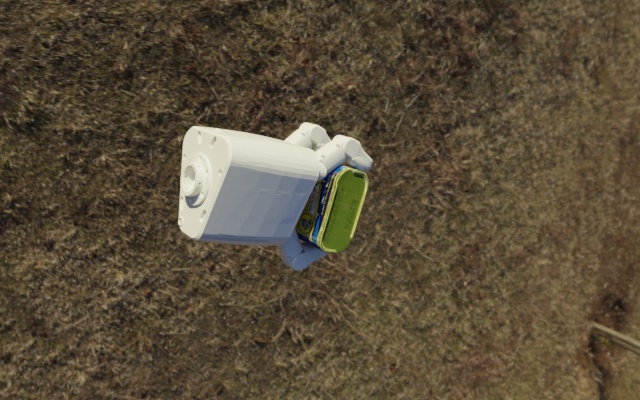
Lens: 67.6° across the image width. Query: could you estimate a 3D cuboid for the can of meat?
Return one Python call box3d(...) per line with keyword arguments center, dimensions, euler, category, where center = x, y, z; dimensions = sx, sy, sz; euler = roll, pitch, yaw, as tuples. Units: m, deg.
box3d(center=(0.000, 0.002, 0.549), dimensions=(0.057, 0.102, 0.084), euler=(9, 9, -43), category="can of meat")
